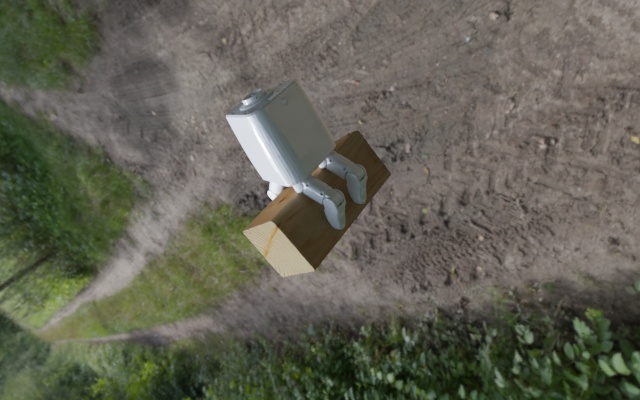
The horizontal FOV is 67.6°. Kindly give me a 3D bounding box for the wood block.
[{"bbox_3d":[0.000,0.002,0.687,0.206,0.090,0.091,-48,16,-33],"label":"wood block"}]
